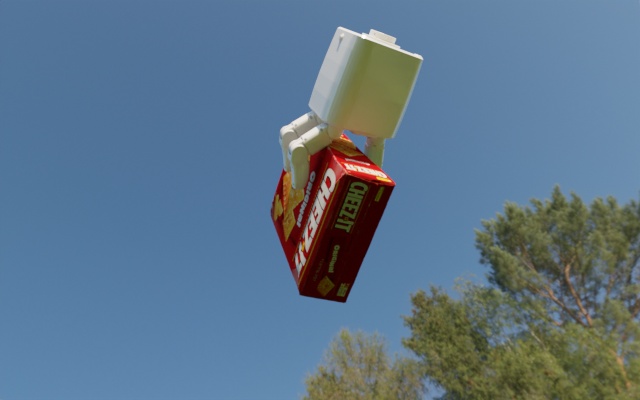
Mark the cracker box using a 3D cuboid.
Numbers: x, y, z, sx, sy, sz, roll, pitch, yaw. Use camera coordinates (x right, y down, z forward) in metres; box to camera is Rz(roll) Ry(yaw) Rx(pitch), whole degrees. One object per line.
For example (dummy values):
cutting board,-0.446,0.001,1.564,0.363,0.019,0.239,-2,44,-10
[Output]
cracker box,0.000,0.002,0.629,0.072,0.164,0.213,12,21,-21
